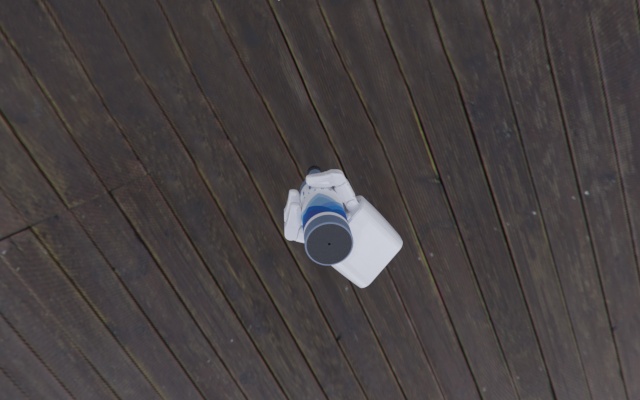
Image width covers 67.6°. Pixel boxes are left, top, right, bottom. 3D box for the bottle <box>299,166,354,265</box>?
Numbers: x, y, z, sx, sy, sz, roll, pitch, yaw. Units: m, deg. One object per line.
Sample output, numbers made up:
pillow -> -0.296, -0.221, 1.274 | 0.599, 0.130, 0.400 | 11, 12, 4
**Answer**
bottle -> 0.000, 0.003, 0.778 | 0.069, 0.069, 0.295 | 0, 23, -5
